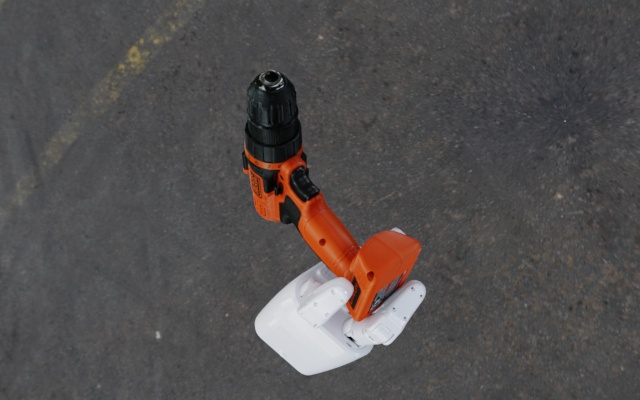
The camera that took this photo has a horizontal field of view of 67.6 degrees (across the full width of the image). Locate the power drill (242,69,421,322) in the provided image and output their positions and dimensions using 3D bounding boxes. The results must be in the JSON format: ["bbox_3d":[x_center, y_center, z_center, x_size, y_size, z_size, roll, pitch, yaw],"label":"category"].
[{"bbox_3d":[0.000,0.002,0.414,0.057,0.187,0.185,-32,-26,-20],"label":"power drill"}]
